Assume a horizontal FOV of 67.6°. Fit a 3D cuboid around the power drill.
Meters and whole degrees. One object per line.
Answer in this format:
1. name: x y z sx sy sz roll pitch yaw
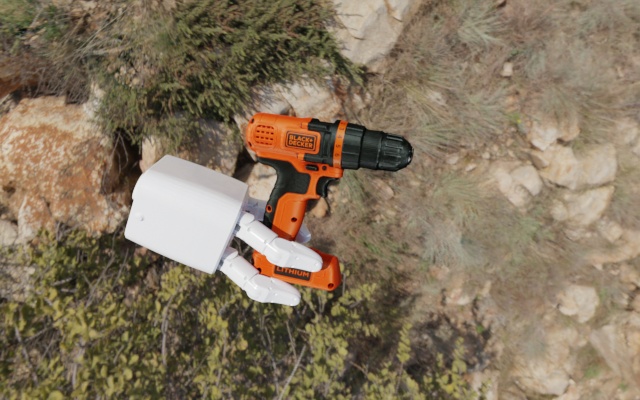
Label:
1. power drill: 0.000 0.002 0.540 0.184 0.188 0.057 11 11 10
